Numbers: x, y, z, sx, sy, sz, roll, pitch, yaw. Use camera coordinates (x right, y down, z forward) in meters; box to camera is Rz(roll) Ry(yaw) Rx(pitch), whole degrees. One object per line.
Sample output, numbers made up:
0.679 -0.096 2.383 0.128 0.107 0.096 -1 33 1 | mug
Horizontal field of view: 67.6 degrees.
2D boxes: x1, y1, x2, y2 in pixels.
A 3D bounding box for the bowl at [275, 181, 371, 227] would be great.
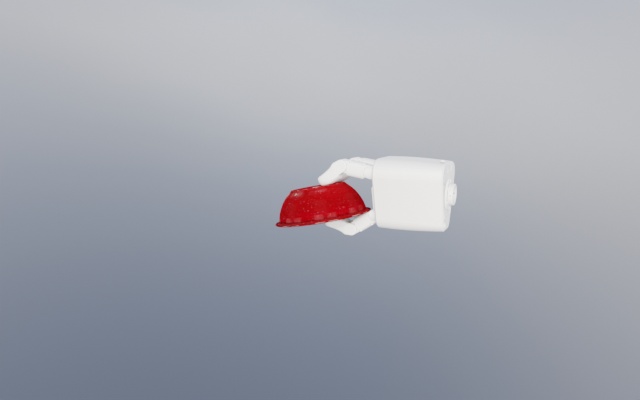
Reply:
-0.001 0.002 0.796 0.162 0.055 0.162 -10 4 1 | bowl
